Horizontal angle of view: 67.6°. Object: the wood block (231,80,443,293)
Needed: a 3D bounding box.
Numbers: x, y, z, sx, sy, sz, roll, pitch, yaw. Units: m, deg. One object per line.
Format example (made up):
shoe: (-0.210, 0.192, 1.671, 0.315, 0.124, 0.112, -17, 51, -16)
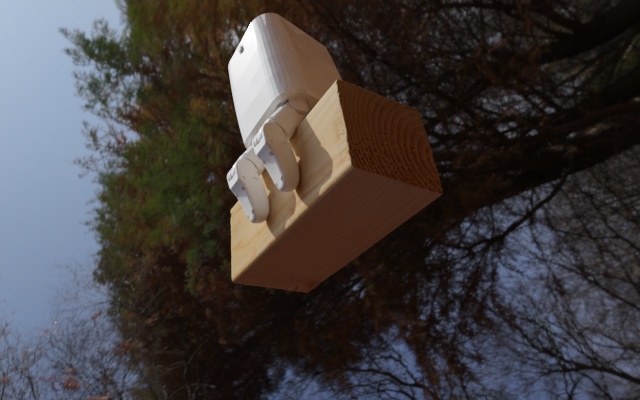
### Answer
wood block: (0.000, 0.001, 0.440, 0.091, 0.090, 0.206, 13, -37, -30)
